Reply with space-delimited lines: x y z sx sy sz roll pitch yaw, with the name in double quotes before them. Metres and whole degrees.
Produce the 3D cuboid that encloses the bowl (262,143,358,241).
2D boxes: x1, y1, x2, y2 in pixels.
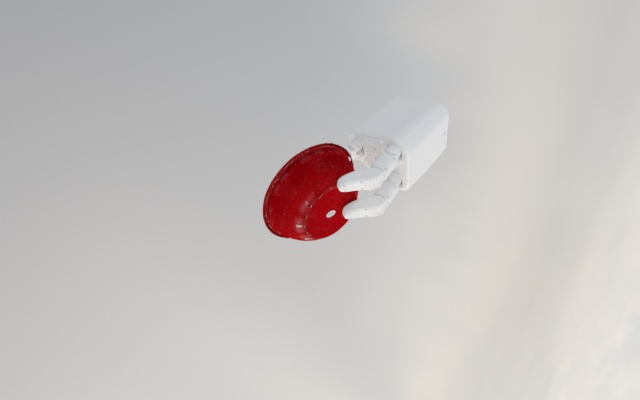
"bowl" -0.001 0.003 0.675 0.162 0.162 0.055 0 33 -44
